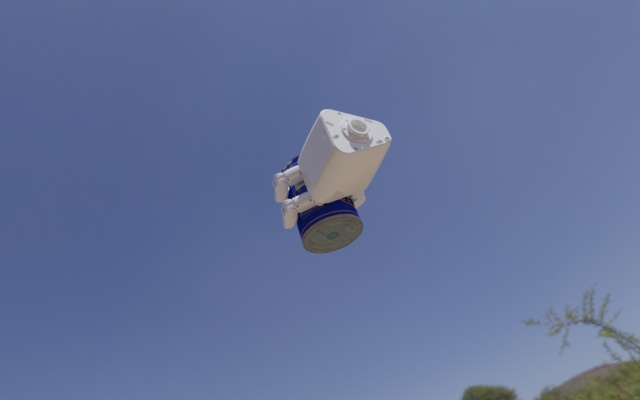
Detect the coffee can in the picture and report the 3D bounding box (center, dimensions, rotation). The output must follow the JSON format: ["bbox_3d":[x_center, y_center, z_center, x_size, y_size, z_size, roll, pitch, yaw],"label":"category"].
[{"bbox_3d":[0.000,0.003,0.799,0.103,0.140,0.103,-14,-33,-10],"label":"coffee can"}]
